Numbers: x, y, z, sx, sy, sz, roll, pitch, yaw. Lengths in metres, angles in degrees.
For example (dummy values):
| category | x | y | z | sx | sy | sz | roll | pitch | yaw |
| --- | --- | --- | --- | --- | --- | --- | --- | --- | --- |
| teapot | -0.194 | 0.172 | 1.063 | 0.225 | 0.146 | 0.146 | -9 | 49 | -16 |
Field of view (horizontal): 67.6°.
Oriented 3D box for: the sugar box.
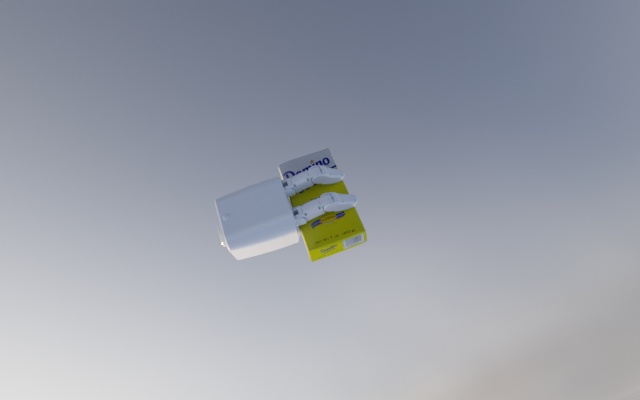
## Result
| category | x | y | z | sx | sy | sz | roll | pitch | yaw |
| --- | --- | --- | --- | --- | --- | --- | --- | --- | --- |
| sugar box | 0.000 | 0.002 | 0.763 | 0.093 | 0.176 | 0.048 | -19 | -32 | -5 |
